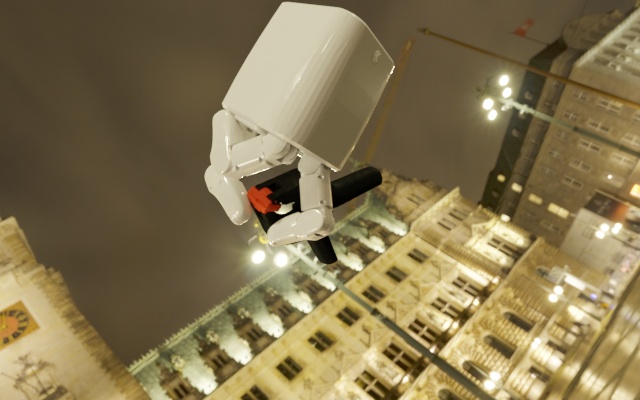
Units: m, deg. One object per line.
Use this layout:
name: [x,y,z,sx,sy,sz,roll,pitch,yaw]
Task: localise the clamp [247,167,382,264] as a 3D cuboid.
clamp: [-0.001,0.001,0.473,0.039,0.120,0.171,29,1,31]
